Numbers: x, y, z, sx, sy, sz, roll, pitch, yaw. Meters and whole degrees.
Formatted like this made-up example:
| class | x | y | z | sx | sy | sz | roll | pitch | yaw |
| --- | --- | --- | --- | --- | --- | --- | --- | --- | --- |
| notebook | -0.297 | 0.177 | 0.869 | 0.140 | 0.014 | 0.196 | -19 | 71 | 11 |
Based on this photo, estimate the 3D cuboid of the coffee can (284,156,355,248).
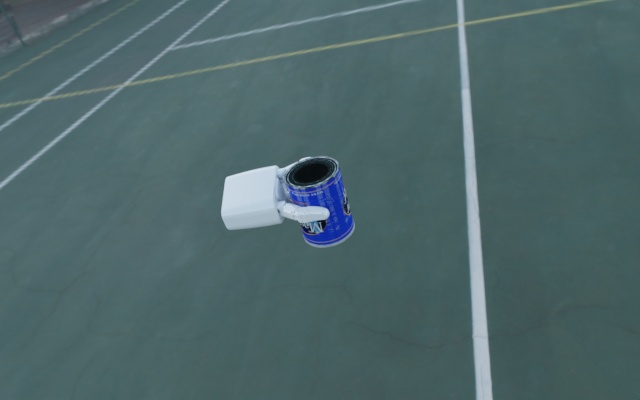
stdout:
| class | x | y | z | sx | sy | sz | roll | pitch | yaw |
| --- | --- | --- | --- | --- | --- | --- | --- | --- | --- |
| coffee can | 0.000 | 0.003 | 0.894 | 0.103 | 0.140 | 0.102 | -12 | 34 | 8 |
